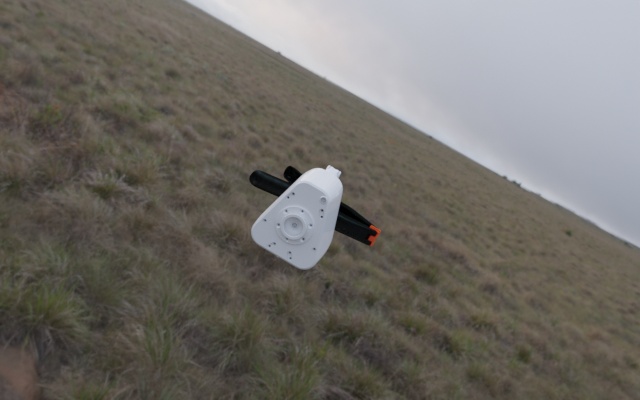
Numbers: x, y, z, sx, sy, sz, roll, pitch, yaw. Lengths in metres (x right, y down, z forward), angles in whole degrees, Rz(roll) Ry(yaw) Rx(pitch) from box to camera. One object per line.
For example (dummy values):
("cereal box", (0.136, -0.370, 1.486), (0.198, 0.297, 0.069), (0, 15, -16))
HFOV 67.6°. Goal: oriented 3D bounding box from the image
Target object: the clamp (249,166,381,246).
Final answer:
("clamp", (0.001, 0.002, 0.765), (0.210, 0.036, 0.164), (30, 15, 3))
